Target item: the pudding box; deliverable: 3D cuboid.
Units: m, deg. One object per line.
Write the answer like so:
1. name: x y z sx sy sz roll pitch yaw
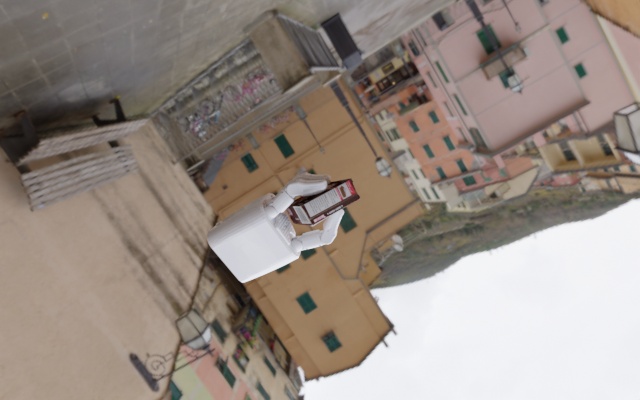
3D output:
1. pudding box: 0.000 0.003 0.750 0.090 0.039 0.113 -29 10 -15
